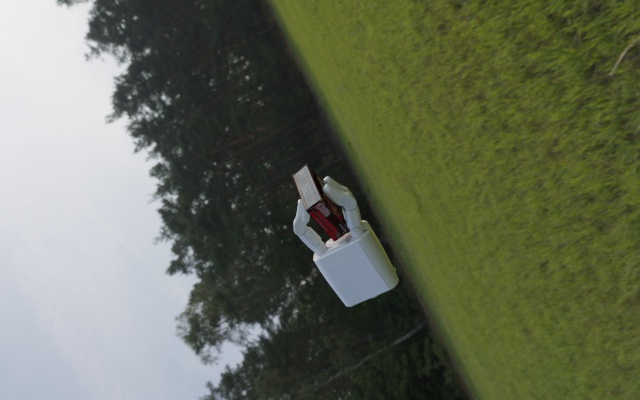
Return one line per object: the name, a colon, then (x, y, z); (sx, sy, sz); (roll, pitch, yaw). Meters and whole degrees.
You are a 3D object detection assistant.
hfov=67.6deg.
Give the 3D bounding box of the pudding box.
pudding box: (0.000, 0.003, 0.803); (0.039, 0.090, 0.113); (-35, 37, 6)
